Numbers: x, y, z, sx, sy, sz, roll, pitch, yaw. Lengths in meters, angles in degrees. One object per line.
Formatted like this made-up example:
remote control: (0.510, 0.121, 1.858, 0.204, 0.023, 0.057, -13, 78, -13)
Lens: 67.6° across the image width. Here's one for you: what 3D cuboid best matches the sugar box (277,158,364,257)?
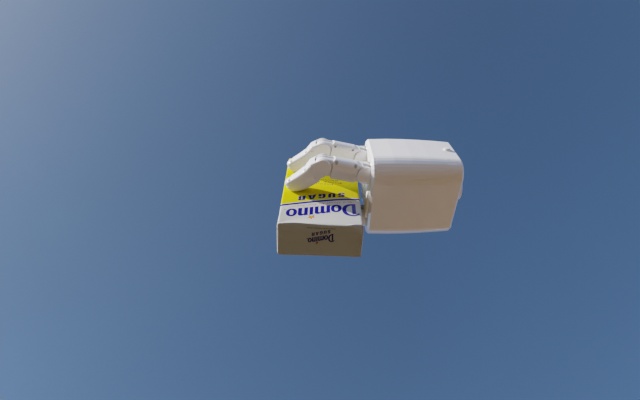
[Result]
sugar box: (0.000, 0.001, 0.579, 0.093, 0.048, 0.176, 2, 25, -1)
